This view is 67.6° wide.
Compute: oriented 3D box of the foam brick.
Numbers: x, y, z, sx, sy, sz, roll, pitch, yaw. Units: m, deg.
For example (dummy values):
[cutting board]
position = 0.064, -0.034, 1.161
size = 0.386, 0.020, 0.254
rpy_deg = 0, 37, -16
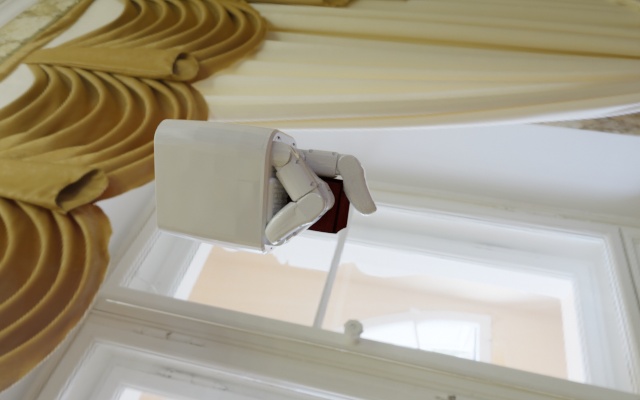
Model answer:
[foam brick]
position = 0.000, 0.002, 0.479
size = 0.051, 0.053, 0.078
rpy_deg = 8, 2, 10
